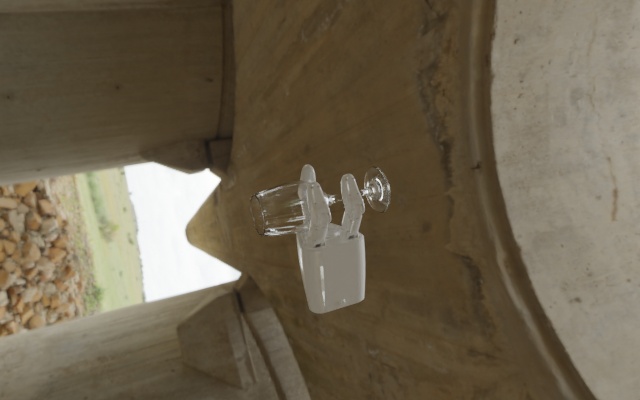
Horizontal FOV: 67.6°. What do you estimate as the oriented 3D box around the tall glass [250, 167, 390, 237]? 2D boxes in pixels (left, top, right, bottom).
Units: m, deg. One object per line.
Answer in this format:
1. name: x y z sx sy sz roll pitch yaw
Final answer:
1. tall glass: 0.001 0.002 0.715 0.201 0.079 0.079 -12 5 -23
